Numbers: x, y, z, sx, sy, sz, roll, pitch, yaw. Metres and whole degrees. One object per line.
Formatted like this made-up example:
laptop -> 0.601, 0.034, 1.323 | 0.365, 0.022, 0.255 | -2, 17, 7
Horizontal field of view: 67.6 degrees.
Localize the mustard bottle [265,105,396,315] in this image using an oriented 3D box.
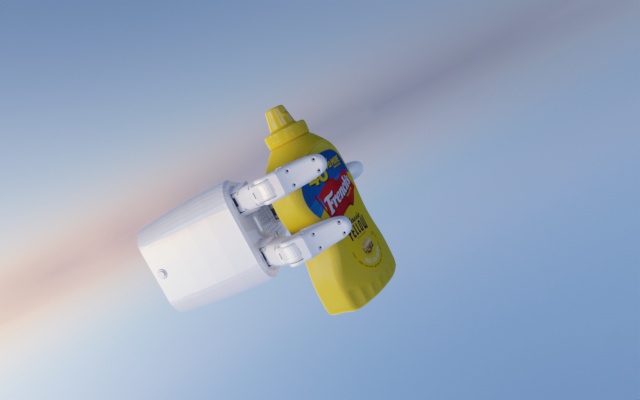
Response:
mustard bottle -> 0.000, 0.002, 0.445 | 0.058, 0.191, 0.096 | -21, 9, 40
